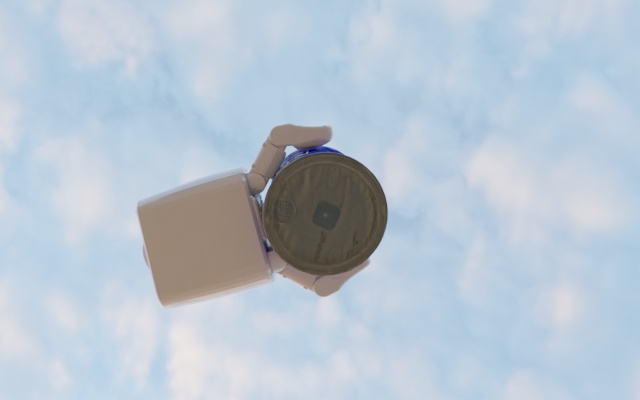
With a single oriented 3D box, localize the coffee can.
[{"bbox_3d":[0.000,0.001,0.455,0.103,0.103,0.140,0,9,-4],"label":"coffee can"}]
